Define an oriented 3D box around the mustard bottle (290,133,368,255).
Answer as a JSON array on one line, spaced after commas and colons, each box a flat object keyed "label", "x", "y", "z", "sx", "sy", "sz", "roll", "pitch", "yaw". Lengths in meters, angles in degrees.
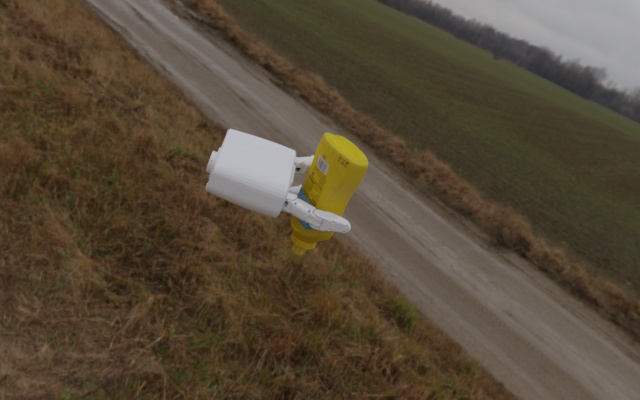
[{"label": "mustard bottle", "x": 0.001, "y": 0.002, "z": 0.717, "sx": 0.058, "sy": 0.192, "sz": 0.096, "roll": 8, "pitch": 29, "yaw": -34}]
